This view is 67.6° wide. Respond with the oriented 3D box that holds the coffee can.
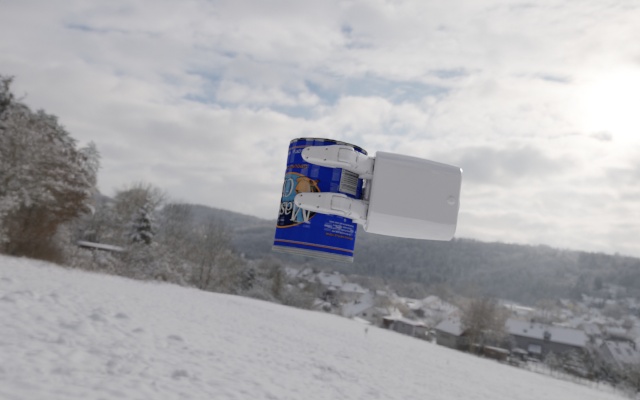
[{"bbox_3d":[0.000,0.002,0.605,0.103,0.140,0.103,9,-7,1],"label":"coffee can"}]
